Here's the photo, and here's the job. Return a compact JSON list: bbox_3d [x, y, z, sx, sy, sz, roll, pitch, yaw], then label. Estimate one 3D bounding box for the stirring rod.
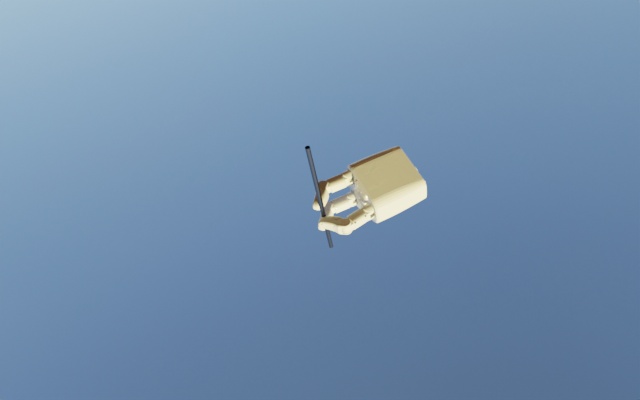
[{"bbox_3d":[0.000,0.003,0.810,0.011,0.011,0.240,0,-44,13],"label":"stirring rod"}]
